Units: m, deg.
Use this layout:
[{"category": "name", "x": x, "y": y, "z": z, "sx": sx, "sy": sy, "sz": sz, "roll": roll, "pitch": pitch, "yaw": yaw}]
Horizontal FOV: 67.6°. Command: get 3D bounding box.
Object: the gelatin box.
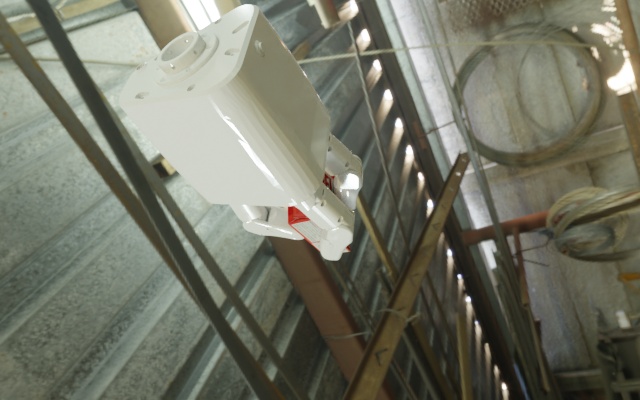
[{"category": "gelatin box", "x": 0.000, "y": 0.002, "z": 0.439, "sx": 0.030, "sy": 0.073, "sz": 0.089, "roll": -12, "pitch": -29, "yaw": 19}]
